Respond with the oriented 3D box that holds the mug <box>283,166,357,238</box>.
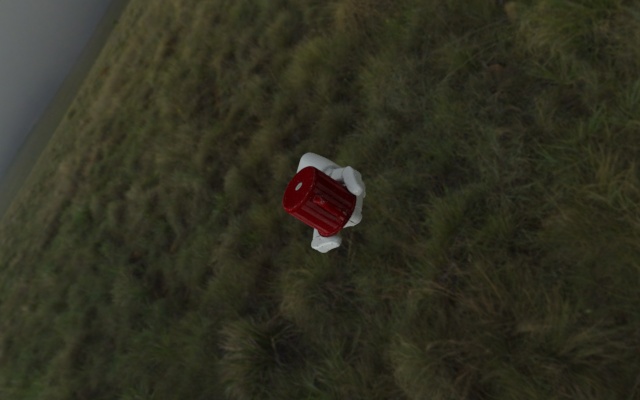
[{"bbox_3d":[0.000,0.003,0.732,0.081,0.093,0.117,32,2,-28],"label":"mug"}]
